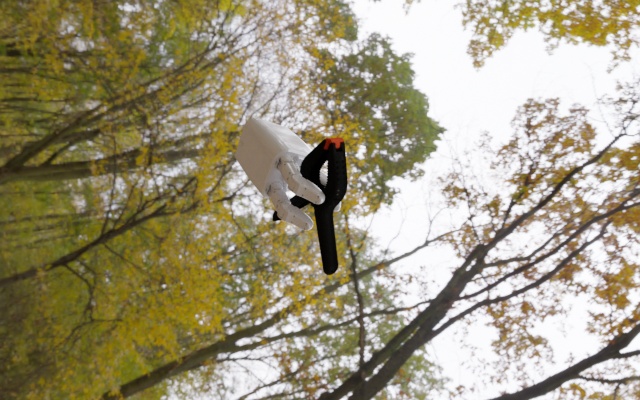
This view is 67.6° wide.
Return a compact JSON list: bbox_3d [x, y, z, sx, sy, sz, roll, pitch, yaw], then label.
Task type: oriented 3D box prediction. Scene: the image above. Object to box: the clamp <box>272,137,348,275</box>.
[{"bbox_3d":[0.001,0.002,0.748,0.036,0.210,0.164,-12,47,-41],"label":"clamp"}]
